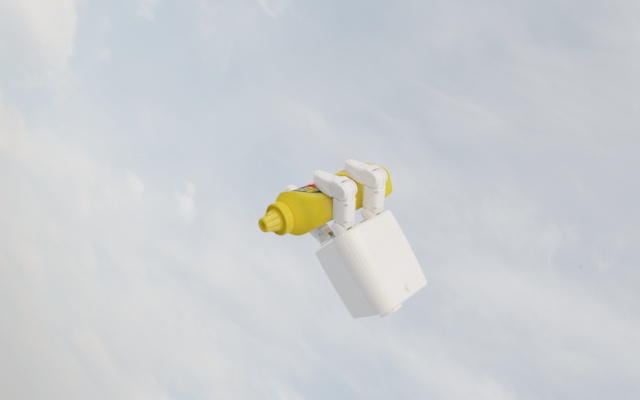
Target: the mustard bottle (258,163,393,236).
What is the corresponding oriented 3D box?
[{"bbox_3d":[0.000,0.002,0.621,0.191,0.058,0.096,-23,16,-39],"label":"mustard bottle"}]
